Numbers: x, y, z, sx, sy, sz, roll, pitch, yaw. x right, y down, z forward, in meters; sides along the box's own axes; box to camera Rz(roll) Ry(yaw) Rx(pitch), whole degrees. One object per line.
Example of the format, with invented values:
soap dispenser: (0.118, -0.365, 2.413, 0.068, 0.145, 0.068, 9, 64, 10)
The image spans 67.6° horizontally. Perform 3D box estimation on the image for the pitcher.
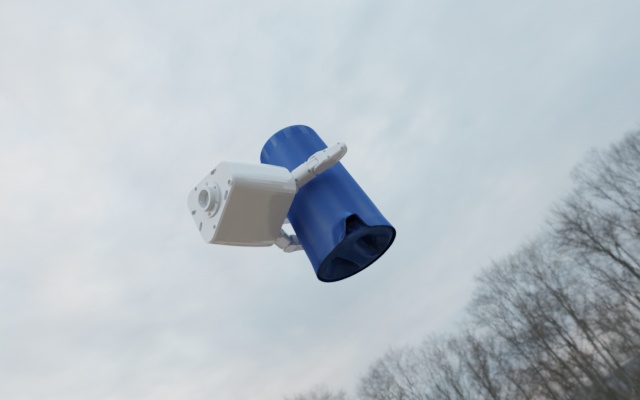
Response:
pitcher: (0.000, 0.002, 0.755, 0.145, 0.242, 0.149, 6, -48, -47)
